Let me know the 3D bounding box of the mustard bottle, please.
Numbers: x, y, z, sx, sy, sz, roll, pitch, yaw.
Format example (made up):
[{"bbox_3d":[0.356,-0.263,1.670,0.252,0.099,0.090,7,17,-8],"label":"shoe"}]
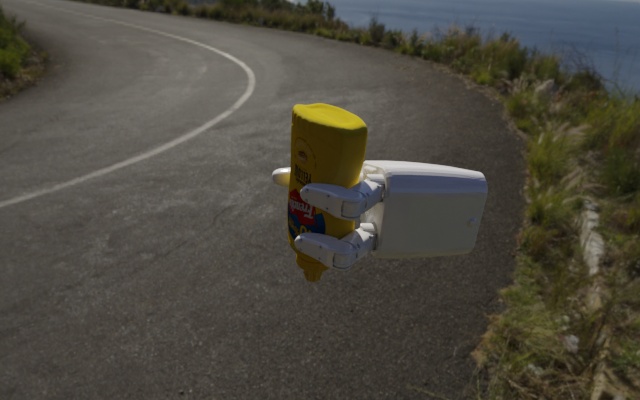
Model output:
[{"bbox_3d":[0.000,0.001,0.502,0.058,0.192,0.096,-11,30,-31],"label":"mustard bottle"}]
